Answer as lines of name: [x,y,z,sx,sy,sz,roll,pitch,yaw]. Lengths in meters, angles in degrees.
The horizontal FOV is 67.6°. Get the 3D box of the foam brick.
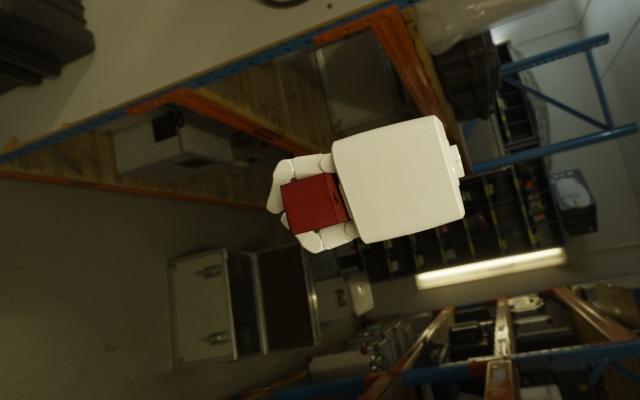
foam brick: [0.000,0.002,0.497,0.051,0.053,0.078,-15,-1,19]
